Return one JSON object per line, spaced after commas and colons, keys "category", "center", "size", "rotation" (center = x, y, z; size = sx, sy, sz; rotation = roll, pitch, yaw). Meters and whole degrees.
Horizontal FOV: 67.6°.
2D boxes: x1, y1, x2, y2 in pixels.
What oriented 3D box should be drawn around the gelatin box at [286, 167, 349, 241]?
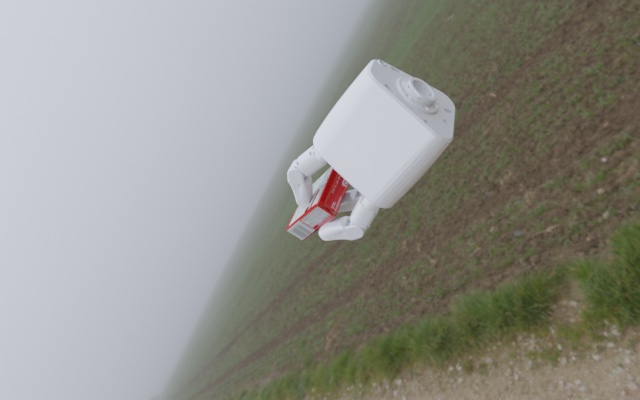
{"category": "gelatin box", "center": [0.000, 0.002, 0.597], "size": [0.030, 0.073, 0.089], "rotation": [34, -37, -12]}
